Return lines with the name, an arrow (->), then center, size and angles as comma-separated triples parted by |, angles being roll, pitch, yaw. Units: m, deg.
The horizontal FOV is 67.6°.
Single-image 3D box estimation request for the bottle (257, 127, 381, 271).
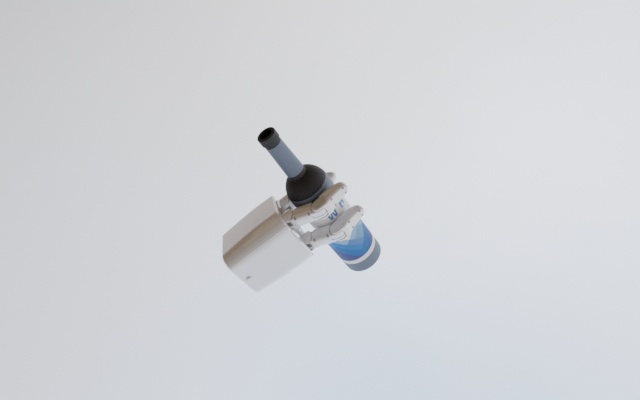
bottle -> 0.000, 0.002, 0.719 | 0.069, 0.069, 0.296 | 0, -37, 38
